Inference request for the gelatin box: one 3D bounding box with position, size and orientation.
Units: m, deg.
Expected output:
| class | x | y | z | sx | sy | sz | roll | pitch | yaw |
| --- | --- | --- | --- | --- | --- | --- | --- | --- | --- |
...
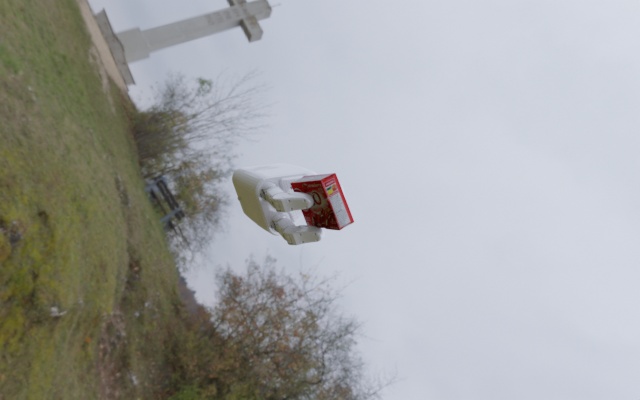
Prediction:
| class | x | y | z | sx | sy | sz | roll | pitch | yaw |
| --- | --- | --- | --- | --- | --- | --- | --- | --- | --- |
| gelatin box | 0.001 | 0.002 | 0.663 | 0.030 | 0.073 | 0.089 | -28 | 14 | -28 |
